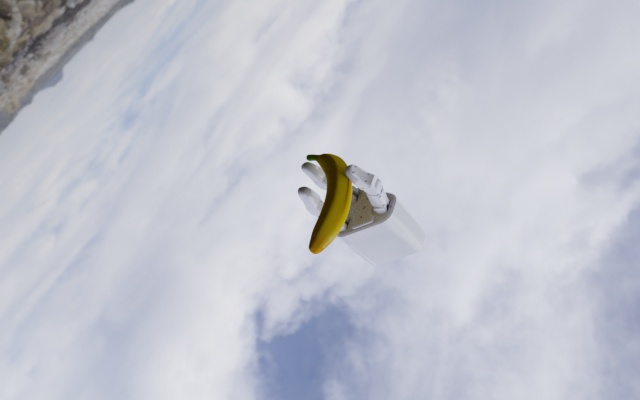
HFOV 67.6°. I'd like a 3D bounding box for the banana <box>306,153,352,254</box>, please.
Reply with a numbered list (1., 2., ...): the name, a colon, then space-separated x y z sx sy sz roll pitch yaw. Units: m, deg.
1. banana: 0.015 -0.008 0.697 0.069 0.197 0.037 -27 -50 24
